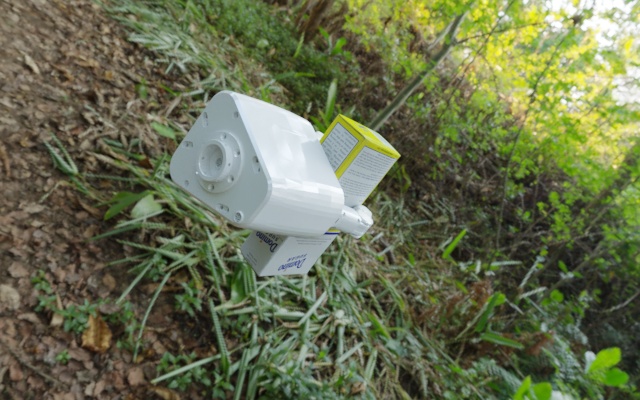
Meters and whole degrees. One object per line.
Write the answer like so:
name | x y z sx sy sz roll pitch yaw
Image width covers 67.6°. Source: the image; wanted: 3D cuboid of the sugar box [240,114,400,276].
sugar box | 0.000 0.001 0.497 0.048 0.176 0.093 49 19 26
